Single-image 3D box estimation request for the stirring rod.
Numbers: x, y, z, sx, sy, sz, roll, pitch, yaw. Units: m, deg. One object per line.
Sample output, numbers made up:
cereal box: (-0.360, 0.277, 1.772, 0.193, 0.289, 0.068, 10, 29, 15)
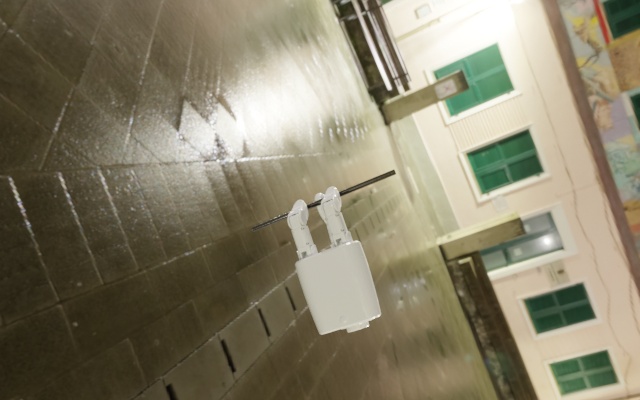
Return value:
stirring rod: (0.000, 0.002, 0.717, 0.239, 0.011, 0.011, -22, -7, 18)
